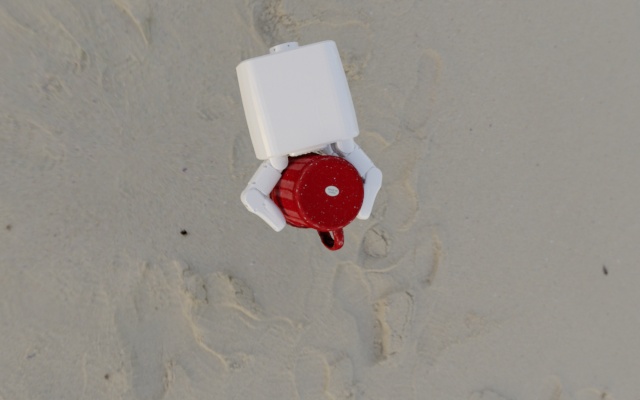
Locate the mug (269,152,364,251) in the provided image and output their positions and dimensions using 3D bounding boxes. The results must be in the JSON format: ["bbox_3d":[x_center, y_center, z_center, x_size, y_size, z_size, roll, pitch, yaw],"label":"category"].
[{"bbox_3d":[0.000,0.003,0.537,0.093,0.117,0.081,-18,10,-19],"label":"mug"}]
